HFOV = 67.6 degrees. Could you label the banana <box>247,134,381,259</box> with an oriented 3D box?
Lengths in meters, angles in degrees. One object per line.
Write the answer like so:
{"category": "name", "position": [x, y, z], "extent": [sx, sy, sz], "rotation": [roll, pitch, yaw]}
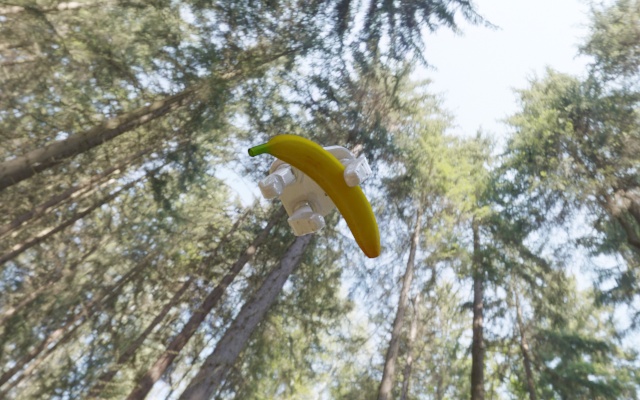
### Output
{"category": "banana", "position": [0.008, -0.015, 0.555], "extent": [0.198, 0.069, 0.037], "rotation": [40, -18, -14]}
